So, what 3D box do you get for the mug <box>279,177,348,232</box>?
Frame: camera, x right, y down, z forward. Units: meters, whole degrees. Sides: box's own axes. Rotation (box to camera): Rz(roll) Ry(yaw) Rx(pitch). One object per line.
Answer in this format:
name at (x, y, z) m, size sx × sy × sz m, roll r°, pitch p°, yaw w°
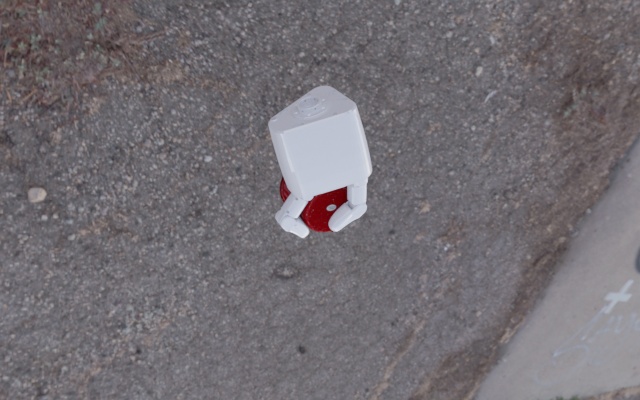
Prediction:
mug at (0.001, 0.004, 0.717) m, size 0.093 × 0.117 × 0.081 m, roll -29°, pitch 41°, yaw -11°
